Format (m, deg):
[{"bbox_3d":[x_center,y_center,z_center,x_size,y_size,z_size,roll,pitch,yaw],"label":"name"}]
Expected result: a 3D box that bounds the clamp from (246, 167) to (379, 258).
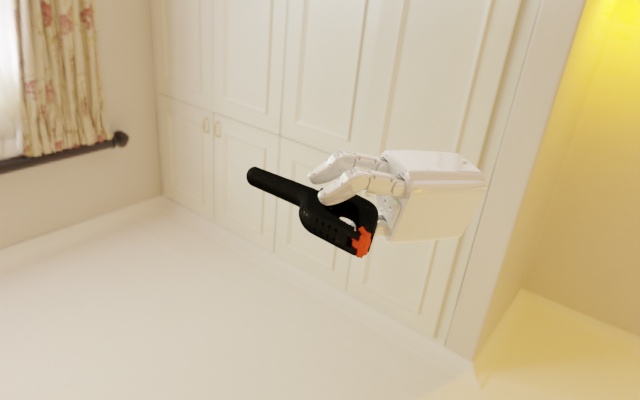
[{"bbox_3d":[0.000,0.003,0.584,0.164,0.036,0.210,-1,27,-15],"label":"clamp"}]
